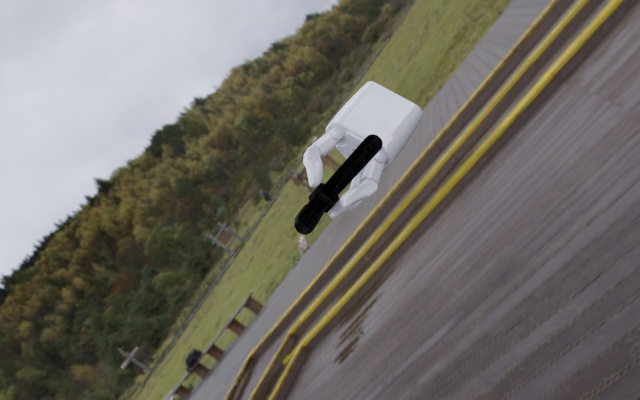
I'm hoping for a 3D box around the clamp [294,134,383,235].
[{"bbox_3d":[-0.001,0.002,0.678,0.036,0.164,0.210,42,-25,-1],"label":"clamp"}]
